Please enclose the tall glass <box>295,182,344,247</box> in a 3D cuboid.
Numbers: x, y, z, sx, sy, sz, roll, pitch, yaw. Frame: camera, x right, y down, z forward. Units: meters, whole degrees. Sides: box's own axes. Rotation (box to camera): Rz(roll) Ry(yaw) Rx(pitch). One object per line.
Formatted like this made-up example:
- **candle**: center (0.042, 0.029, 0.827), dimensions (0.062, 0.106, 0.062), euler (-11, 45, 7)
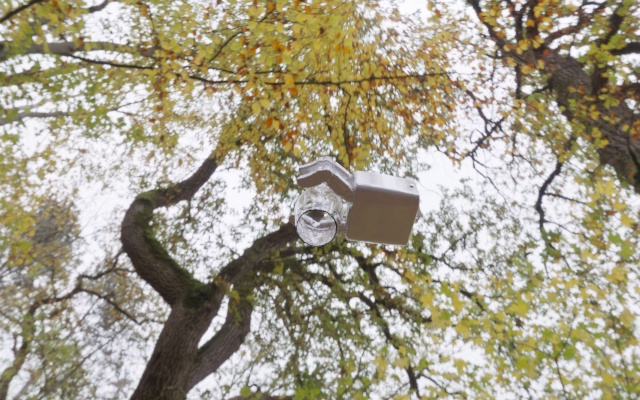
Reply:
- **tall glass**: center (0.000, 0.002, 0.795), dimensions (0.079, 0.079, 0.201), euler (0, 23, 4)
